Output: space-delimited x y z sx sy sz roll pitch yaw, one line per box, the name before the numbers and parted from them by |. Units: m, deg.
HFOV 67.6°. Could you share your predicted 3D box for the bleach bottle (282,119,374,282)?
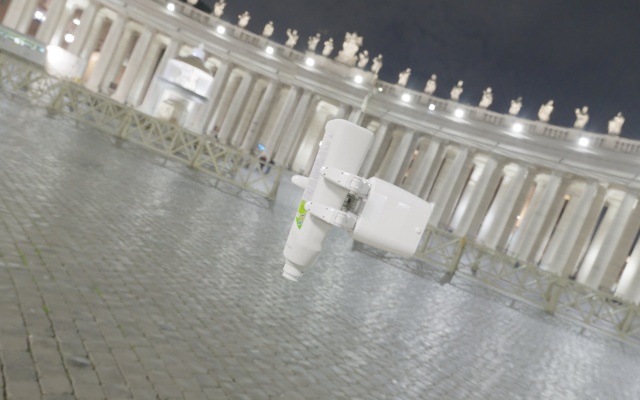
bleach bottle | 0.000 0.002 0.739 0.068 0.251 0.102 22 2 -13
